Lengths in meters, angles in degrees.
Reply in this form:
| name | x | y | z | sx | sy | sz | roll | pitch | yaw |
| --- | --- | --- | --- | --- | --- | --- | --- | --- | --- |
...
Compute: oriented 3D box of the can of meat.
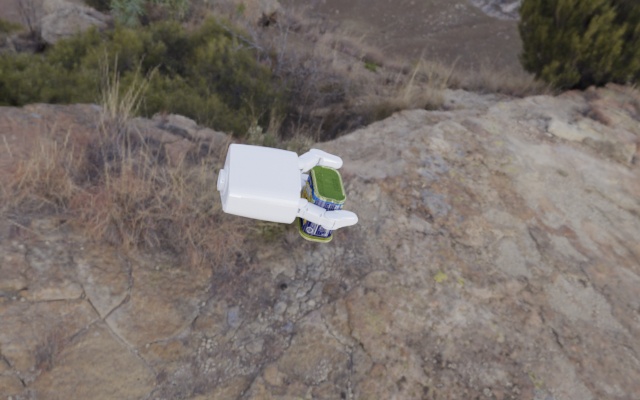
| name | x | y | z | sx | sy | sz | roll | pitch | yaw |
| --- | --- | --- | --- | --- | --- | --- | --- | --- | --- |
| can of meat | 0.000 | 0.002 | 0.779 | 0.057 | 0.084 | 0.102 | 10 | 35 | -16 |
